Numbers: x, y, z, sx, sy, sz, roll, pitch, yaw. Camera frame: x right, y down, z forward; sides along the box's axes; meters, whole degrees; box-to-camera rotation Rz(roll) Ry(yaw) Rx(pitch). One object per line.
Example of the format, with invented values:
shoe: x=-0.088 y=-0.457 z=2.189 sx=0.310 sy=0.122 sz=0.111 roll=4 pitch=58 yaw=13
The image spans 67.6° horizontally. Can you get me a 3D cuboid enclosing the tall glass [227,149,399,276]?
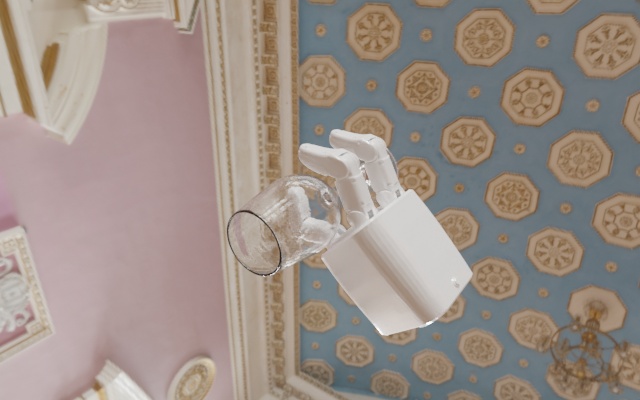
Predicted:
tall glass: x=0.000 y=0.001 z=0.475 sx=0.079 sy=0.079 sz=0.201 roll=0 pitch=21 yaw=38
